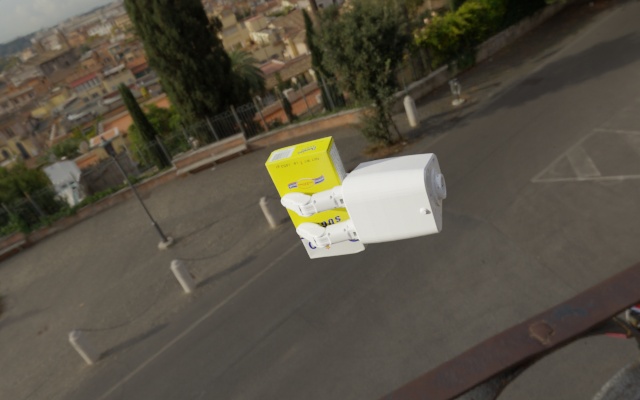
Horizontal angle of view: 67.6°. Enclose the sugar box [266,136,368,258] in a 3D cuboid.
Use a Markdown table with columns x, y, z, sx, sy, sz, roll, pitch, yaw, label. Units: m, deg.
| x | y | z | sx | sy | sz | roll | pitch | yaw | label |
| --- | --- | --- | --- | --- | --- | --- | --- | --- | --- |
| 0.000 | 0.002 | 0.680 | 0.093 | 0.176 | 0.048 | -11 | 31 | 22 | sugar box |
